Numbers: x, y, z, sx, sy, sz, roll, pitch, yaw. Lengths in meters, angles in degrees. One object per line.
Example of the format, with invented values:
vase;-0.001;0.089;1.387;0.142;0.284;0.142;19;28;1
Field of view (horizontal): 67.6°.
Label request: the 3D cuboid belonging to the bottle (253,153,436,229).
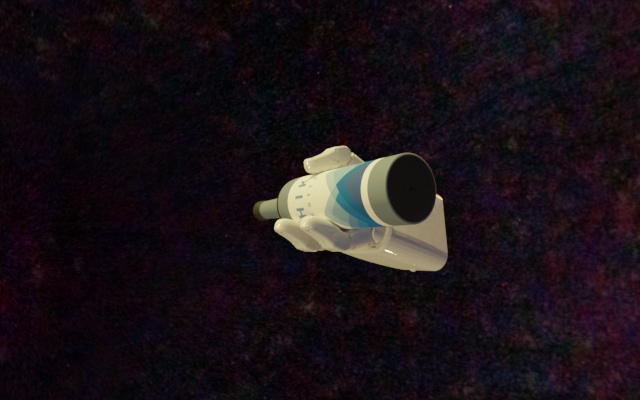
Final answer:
bottle;0.000;0.002;0.556;0.069;0.069;0.296;0;-5;-35
